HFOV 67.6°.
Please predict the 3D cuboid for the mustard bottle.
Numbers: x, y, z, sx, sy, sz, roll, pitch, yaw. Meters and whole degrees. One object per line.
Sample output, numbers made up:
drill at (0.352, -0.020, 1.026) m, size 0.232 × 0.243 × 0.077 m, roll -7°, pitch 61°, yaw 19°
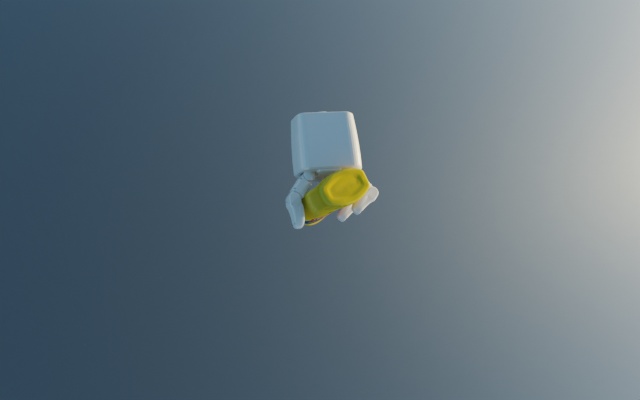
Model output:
mustard bottle at (0.000, 0.003, 0.835) m, size 0.096 × 0.058 × 0.192 m, roll -26°, pitch -3°, yaw -30°
